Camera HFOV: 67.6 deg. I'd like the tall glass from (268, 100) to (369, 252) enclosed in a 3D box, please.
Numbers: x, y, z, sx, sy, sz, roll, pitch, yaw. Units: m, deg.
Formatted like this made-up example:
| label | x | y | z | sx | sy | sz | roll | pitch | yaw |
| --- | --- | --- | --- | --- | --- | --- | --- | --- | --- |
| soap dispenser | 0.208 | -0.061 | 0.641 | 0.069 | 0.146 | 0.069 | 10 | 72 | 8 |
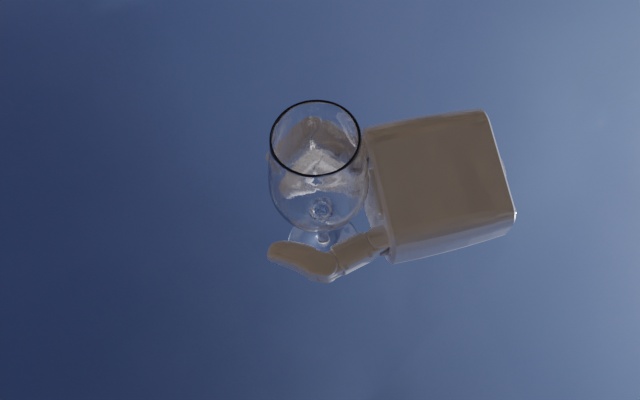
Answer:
| label | x | y | z | sx | sy | sz | roll | pitch | yaw |
| --- | --- | --- | --- | --- | --- | --- | --- | --- | --- |
| tall glass | 0.000 | 0.002 | 0.405 | 0.079 | 0.079 | 0.201 | 0 | -26 | 3 |
